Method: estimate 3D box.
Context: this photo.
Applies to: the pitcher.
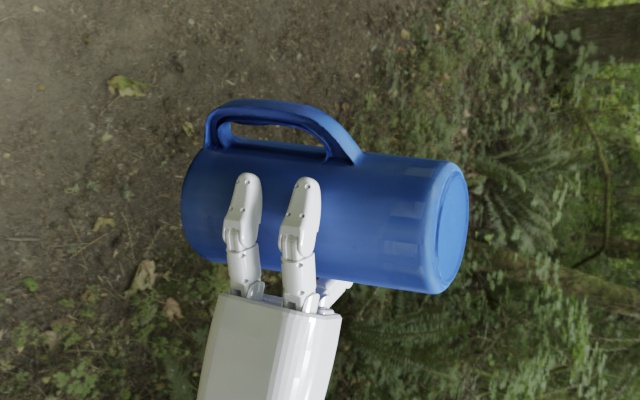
[{"bbox_3d":[0.000,0.002,0.433,0.243,0.145,0.149,6,-13,30],"label":"pitcher"}]
